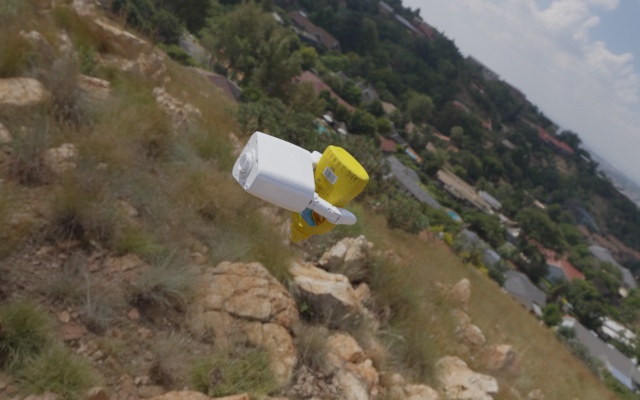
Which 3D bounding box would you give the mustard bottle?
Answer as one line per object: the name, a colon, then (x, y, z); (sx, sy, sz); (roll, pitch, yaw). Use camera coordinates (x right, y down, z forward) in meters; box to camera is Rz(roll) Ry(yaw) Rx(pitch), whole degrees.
mustard bottle: (0.001, 0.003, 0.862); (0.058, 0.192, 0.096); (3, 39, -51)
